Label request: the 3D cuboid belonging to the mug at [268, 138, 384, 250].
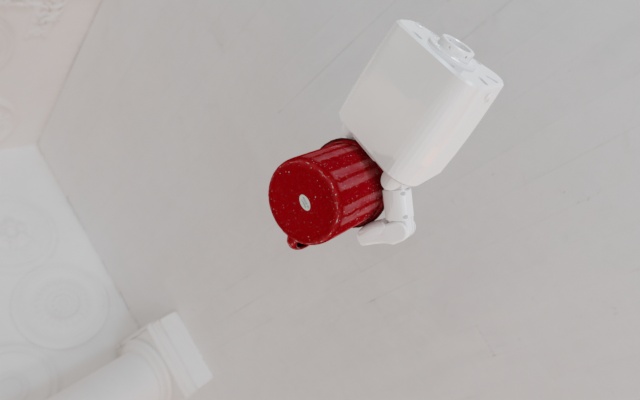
[{"bbox_3d":[-0.001,0.003,0.458,0.093,0.117,0.081,41,34,18],"label":"mug"}]
